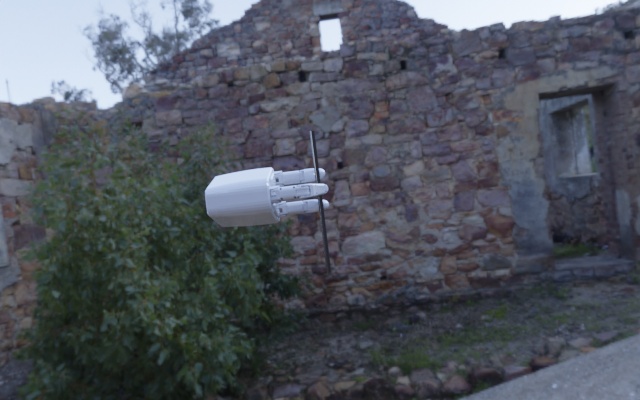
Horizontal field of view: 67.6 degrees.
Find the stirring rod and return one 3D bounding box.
[{"bbox_3d":[0.000,0.003,0.806,0.011,0.239,0.011,-7,1,0],"label":"stirring rod"}]
